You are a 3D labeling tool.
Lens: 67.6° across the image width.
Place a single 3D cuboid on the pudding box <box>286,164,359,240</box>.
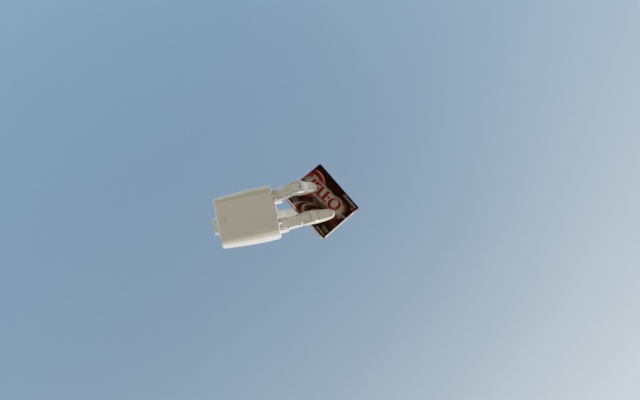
[{"bbox_3d":[0.000,0.003,0.887,0.090,0.113,0.039,-40,-3,-13],"label":"pudding box"}]
